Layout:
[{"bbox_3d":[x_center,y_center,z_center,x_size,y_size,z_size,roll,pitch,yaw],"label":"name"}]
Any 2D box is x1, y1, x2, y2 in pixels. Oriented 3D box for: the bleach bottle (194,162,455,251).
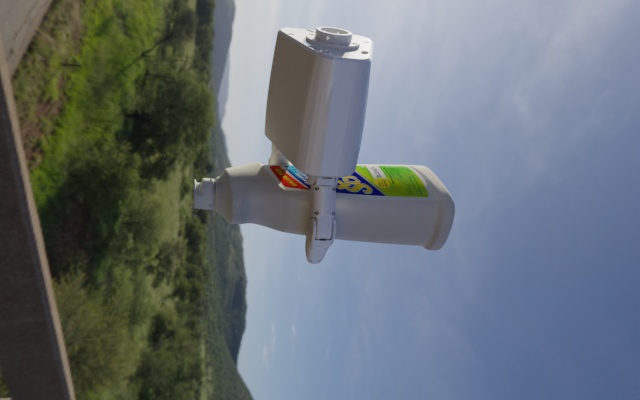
[{"bbox_3d":[0.000,0.002,0.488,0.251,0.068,0.102,2,32,-13],"label":"bleach bottle"}]
